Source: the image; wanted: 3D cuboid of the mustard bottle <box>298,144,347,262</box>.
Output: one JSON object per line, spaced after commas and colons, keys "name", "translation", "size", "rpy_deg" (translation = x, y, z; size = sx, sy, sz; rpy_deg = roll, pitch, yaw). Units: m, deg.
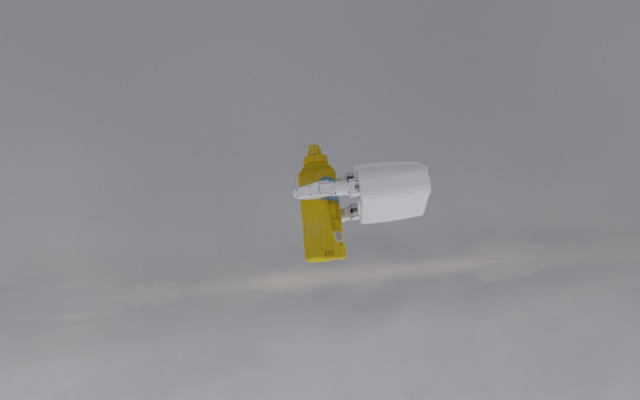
{"name": "mustard bottle", "translation": [0.000, 0.003, 0.778], "size": [0.058, 0.191, 0.096], "rpy_deg": [-10, -10, 25]}
